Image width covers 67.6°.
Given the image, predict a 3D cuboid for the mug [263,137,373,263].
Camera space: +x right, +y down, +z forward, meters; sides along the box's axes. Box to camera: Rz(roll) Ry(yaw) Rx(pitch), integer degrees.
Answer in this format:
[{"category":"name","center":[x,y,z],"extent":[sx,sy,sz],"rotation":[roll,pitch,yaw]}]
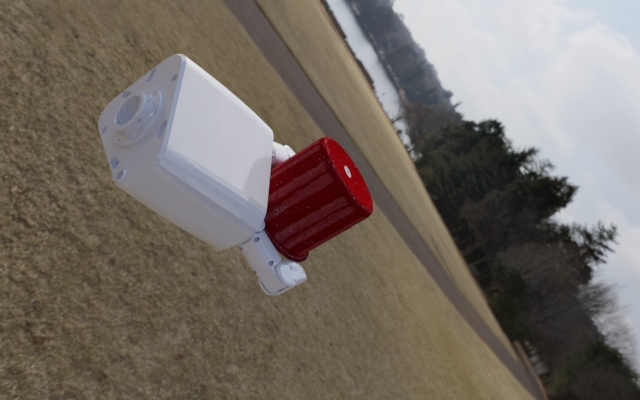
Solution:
[{"category":"mug","center":[0.001,0.002,0.440],"extent":[0.081,0.093,0.117],"rotation":[-31,-39,17]}]
